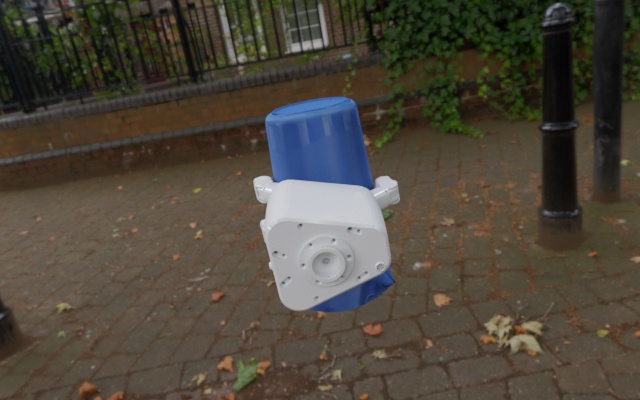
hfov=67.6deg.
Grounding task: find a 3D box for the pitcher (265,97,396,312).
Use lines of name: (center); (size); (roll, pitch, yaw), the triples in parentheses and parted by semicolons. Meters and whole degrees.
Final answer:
pitcher: (0.000, 0.002, 0.595); (0.149, 0.243, 0.145); (-10, 19, 3)
